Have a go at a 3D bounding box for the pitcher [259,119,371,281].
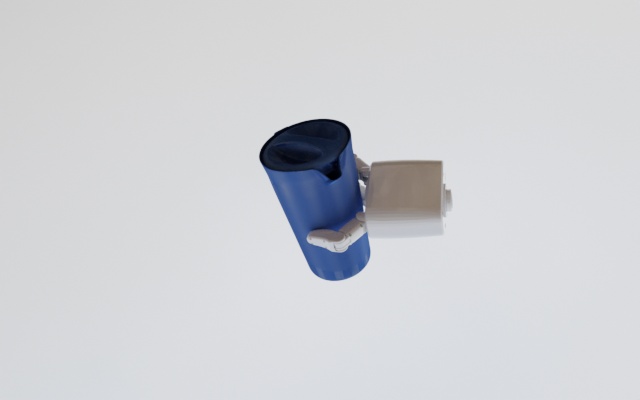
[{"bbox_3d":[0.000,0.002,0.740,0.145,0.243,0.149,-2,40,19],"label":"pitcher"}]
